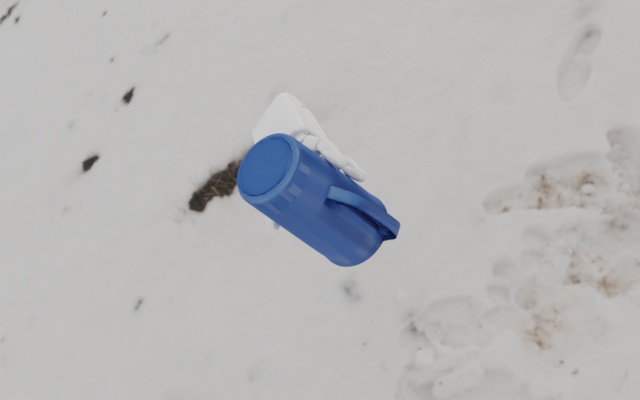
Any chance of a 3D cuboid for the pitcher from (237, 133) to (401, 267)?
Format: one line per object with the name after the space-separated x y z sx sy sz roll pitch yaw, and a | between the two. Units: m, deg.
0.000 0.002 0.715 0.149 0.145 0.243 -36 -41 16 | pitcher
